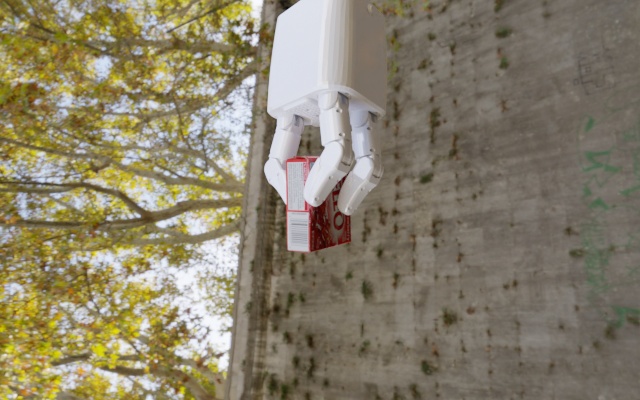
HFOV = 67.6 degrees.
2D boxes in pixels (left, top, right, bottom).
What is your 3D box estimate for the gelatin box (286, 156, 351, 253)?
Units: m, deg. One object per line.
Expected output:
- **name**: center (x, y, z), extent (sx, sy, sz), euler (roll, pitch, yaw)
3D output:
- **gelatin box**: center (0.000, 0.002, 0.466), extent (0.030, 0.089, 0.073), euler (2, 5, 35)
